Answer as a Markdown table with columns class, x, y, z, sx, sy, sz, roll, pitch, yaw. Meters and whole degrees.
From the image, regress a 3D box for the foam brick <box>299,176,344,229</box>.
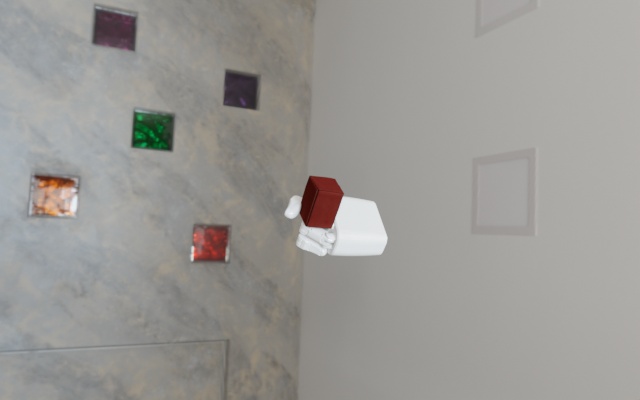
| class | x | y | z | sx | sy | sz | roll | pitch | yaw |
| --- | --- | --- | --- | --- | --- | --- | --- | --- | --- |
| foam brick | 0.000 | 0.003 | 0.841 | 0.051 | 0.078 | 0.053 | 5 | 31 | -23 |
